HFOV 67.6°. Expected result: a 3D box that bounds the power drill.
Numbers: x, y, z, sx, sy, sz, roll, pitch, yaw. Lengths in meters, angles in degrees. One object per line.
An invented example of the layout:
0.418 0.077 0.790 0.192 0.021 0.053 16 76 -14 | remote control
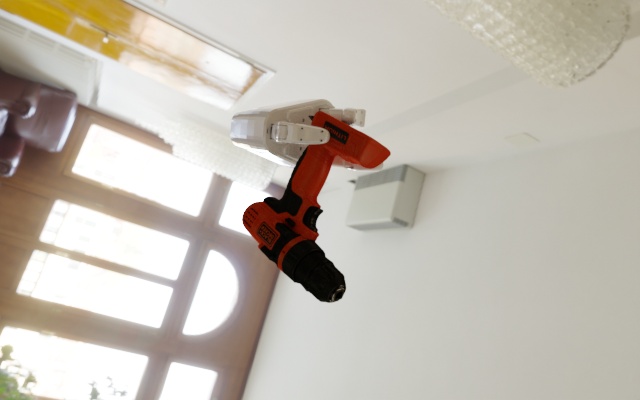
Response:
0.000 0.001 0.561 0.184 0.187 0.057 37 8 39 | power drill
